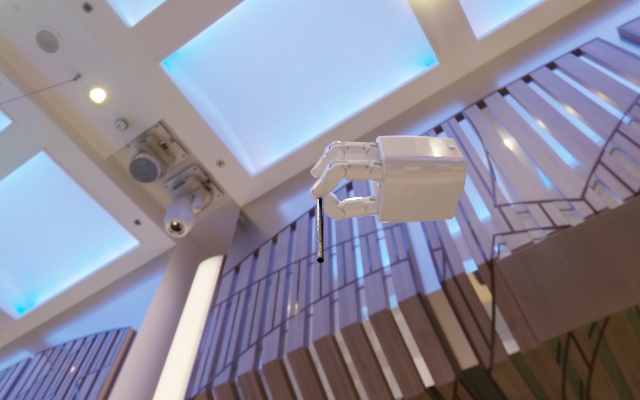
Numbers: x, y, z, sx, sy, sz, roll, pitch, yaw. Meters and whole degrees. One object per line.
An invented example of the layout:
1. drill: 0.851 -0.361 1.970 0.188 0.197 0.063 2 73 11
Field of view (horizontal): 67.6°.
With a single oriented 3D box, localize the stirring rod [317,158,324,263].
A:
1. stirring rod: 0.000 0.002 0.619 0.011 0.011 0.239 0 31 0
